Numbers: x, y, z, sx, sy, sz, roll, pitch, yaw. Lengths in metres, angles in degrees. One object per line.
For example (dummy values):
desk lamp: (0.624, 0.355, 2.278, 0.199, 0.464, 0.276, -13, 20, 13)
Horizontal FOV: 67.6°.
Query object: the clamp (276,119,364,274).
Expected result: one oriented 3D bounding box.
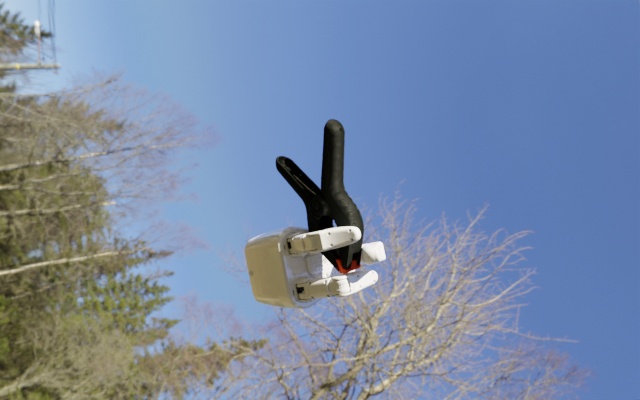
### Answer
clamp: (0.001, 0.002, 0.564, 0.039, 0.171, 0.120, -10, -3, -36)
